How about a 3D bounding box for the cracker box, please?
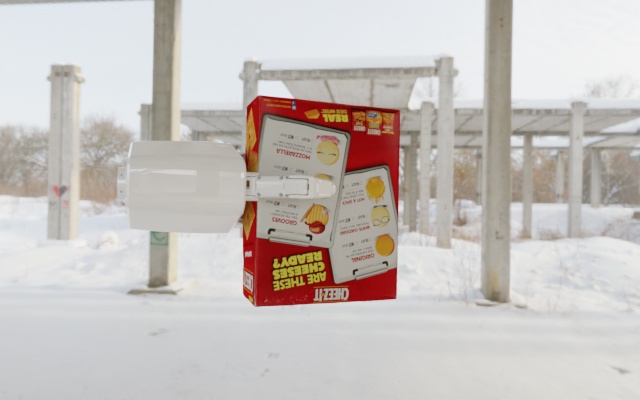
[{"bbox_3d":[0.000,0.002,0.531,0.164,0.213,0.072,1,0,-20],"label":"cracker box"}]
